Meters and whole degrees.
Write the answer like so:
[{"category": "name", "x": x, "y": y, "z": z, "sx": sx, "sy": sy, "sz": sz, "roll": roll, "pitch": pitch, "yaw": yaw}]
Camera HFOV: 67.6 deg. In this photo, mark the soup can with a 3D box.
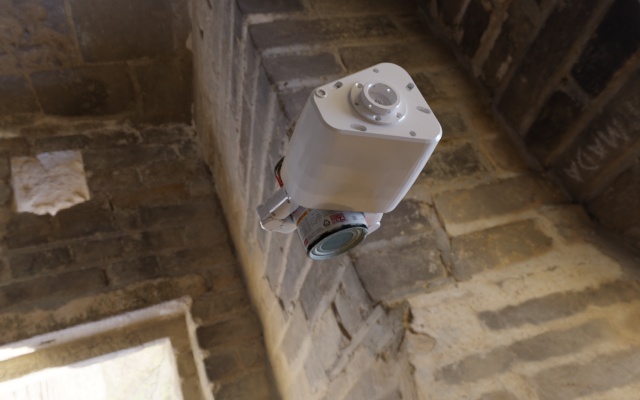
[{"category": "soup can", "x": 0.000, "y": 0.002, "z": 0.496, "sx": 0.068, "sy": 0.102, "sz": 0.068, "roll": -19, "pitch": -26, "yaw": -10}]
